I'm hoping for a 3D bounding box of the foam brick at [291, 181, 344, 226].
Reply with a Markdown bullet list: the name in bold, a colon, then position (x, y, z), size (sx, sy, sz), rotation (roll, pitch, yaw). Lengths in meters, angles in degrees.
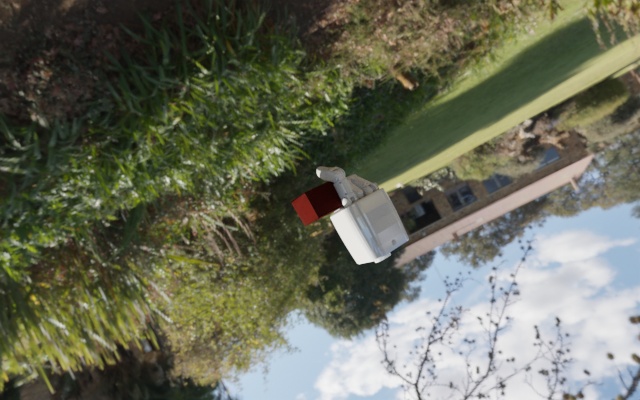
- **foam brick**: position (0.000, 0.003, 0.843), size (0.078, 0.051, 0.053), rotation (-26, -3, -35)
